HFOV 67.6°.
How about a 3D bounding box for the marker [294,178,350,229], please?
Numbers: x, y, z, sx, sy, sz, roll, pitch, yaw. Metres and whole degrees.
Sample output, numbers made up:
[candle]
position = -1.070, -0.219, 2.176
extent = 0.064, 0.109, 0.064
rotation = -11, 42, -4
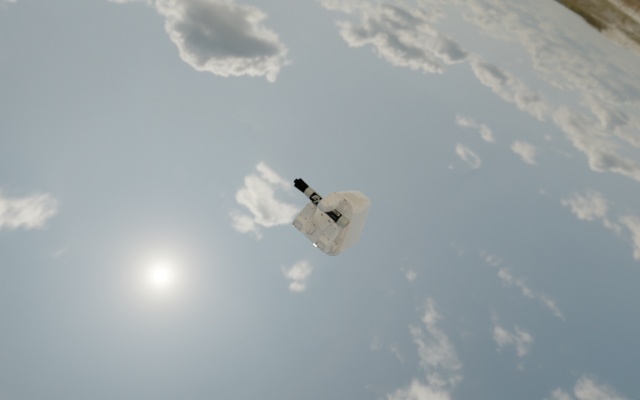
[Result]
[marker]
position = 0.000, 0.003, 0.813
extent = 0.121, 0.020, 0.020
rotation = 41, 13, 16
